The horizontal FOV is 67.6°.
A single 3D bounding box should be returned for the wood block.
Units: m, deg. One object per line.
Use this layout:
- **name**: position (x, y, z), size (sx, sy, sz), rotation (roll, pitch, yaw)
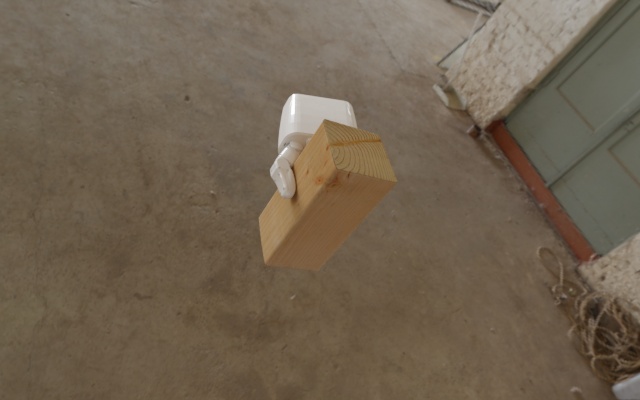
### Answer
- **wood block**: position (0.000, 0.002, 0.653), size (0.091, 0.090, 0.206), rotation (11, -44, -28)
